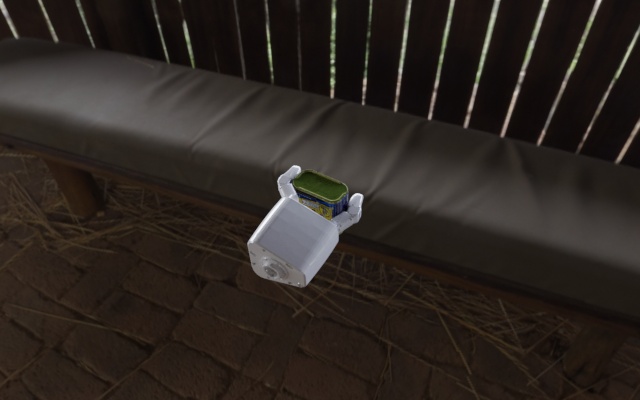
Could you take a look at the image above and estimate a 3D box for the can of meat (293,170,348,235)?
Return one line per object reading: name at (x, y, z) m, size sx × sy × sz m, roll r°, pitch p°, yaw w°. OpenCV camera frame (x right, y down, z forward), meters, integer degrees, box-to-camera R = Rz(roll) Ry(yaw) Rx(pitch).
can of meat at (0.000, 0.003, 0.839) m, size 0.102 × 0.084 × 0.057 m, roll 23°, pitch 51°, yaw 23°
